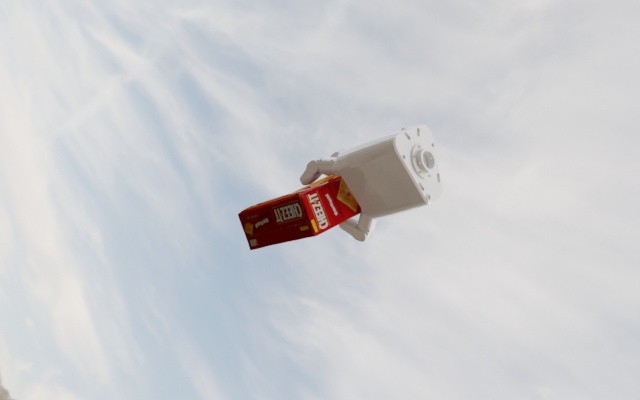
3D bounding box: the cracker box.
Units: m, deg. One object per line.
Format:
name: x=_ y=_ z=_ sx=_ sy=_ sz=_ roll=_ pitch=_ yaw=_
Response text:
cracker box: x=0.000 y=0.003 z=0.770 sx=0.213 sy=0.072 sz=0.164 roll=-23 pitch=4 yaw=-43
